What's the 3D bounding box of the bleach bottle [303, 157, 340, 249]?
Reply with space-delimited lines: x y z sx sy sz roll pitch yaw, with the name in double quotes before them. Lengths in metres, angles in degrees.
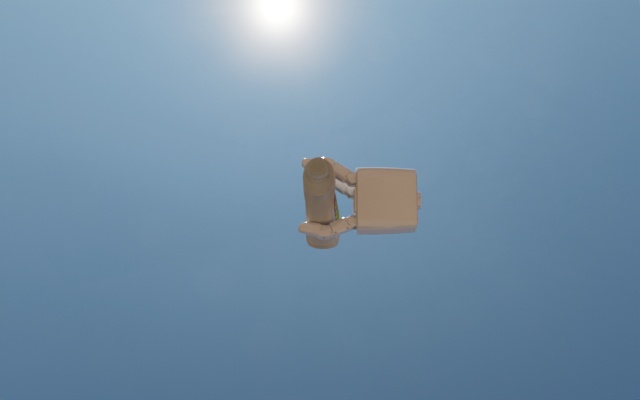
"bleach bottle" 0.000 0.003 0.849 0.068 0.102 0.251 0 -22 3
